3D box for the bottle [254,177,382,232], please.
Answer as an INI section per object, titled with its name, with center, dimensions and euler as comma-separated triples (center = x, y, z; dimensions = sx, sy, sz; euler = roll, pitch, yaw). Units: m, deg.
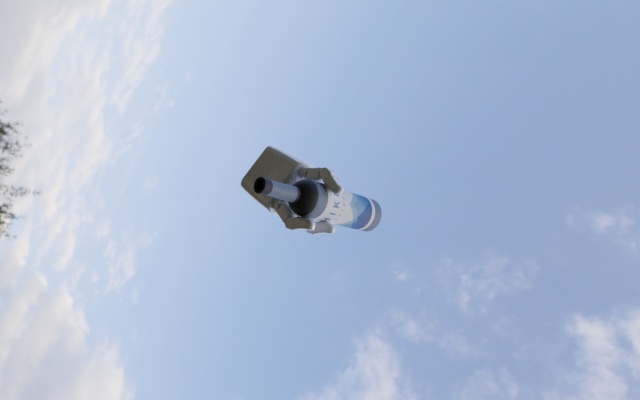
[bottle]
center = 0.000, 0.003, 0.851
dimensions = 0.069, 0.069, 0.296
euler = 0, -11, 41
